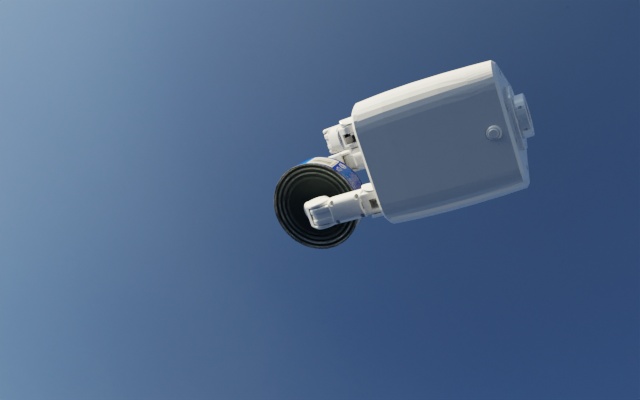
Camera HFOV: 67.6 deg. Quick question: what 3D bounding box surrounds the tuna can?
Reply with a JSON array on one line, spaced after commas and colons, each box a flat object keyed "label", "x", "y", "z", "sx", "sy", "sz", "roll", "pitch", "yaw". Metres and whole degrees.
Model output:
[{"label": "tuna can", "x": 0.000, "y": 0.001, "z": 0.465, "sx": 0.086, "sy": 0.086, "sz": 0.033, "roll": 0, "pitch": 19, "yaw": 22}]
